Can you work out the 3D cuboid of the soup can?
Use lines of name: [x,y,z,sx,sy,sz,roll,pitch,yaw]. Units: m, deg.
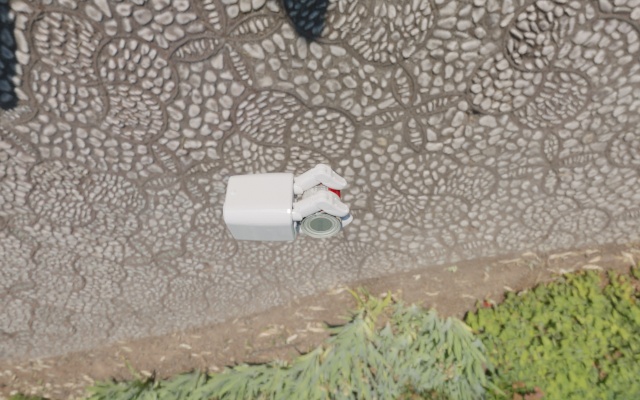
soup can: [0.001,0.003,0.791,0.068,0.102,0.069,0,-40,0]
